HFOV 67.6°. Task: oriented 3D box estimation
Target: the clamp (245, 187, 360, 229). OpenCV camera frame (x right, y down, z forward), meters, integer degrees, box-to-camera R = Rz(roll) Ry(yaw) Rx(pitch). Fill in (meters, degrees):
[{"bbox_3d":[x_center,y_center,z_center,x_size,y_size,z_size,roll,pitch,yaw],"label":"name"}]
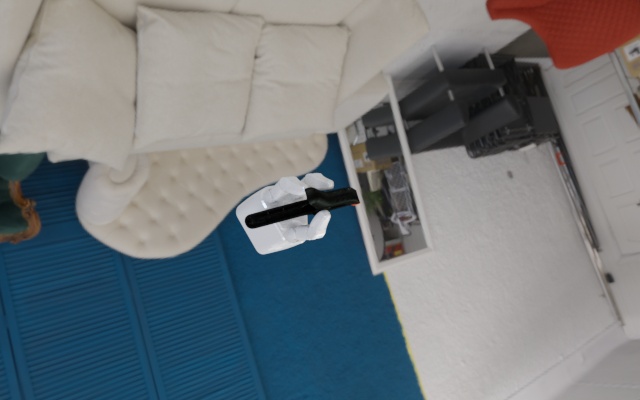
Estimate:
[{"bbox_3d":[0.001,0.003,0.791,0.210,0.036,0.164,-10,-8,-40],"label":"clamp"}]
